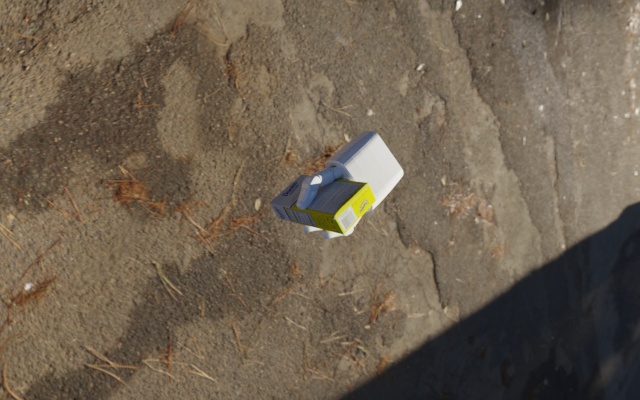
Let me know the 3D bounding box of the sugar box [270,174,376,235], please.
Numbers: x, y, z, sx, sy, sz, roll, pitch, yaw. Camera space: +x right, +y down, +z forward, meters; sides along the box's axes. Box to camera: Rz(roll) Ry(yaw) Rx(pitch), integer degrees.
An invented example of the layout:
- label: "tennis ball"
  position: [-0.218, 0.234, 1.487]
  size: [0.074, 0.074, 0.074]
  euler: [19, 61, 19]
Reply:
- label: "sugar box"
  position: [0.001, 0.003, 0.834]
  size: [0.093, 0.048, 0.176]
  euler: [-43, 30, -27]
